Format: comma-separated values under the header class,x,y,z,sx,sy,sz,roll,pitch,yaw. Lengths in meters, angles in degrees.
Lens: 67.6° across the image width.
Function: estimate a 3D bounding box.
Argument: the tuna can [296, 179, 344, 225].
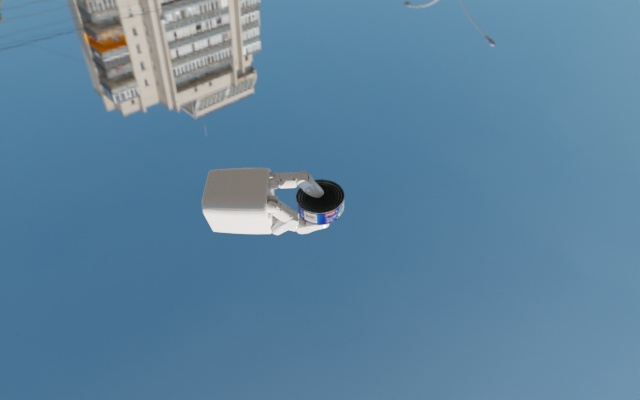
class,x,y,z,sx,sy,sz,roll,pitch,yaw
tuna can,0.000,0.003,0.853,0.086,0.034,0.086,-2,44,2
